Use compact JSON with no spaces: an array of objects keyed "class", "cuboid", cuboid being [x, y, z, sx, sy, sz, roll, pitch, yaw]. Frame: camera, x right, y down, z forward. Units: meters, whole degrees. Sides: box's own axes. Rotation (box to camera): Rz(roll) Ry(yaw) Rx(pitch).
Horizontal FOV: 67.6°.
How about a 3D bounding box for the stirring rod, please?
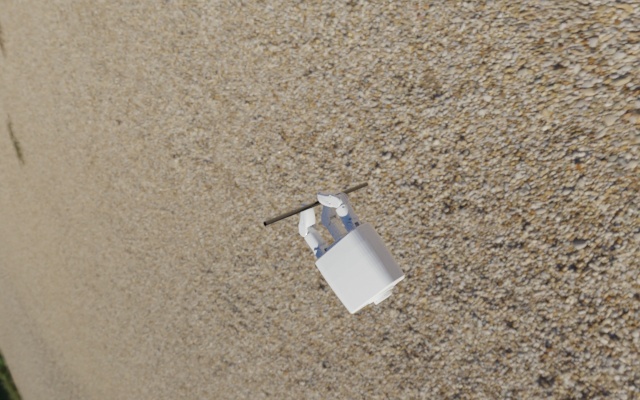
[{"class":"stirring rod","cuboid":[0.000,0.003,0.813,0.239,0.011,0.011,-21,14,-40]}]
